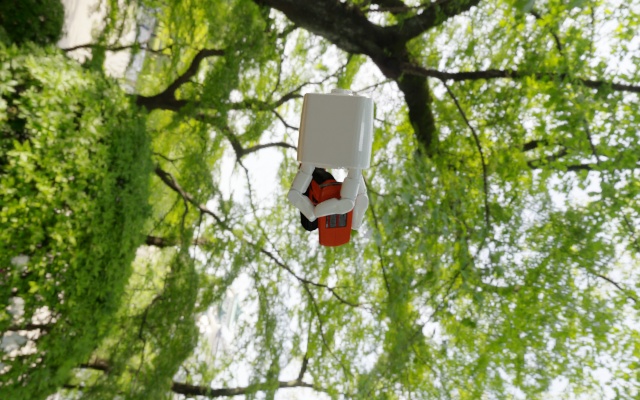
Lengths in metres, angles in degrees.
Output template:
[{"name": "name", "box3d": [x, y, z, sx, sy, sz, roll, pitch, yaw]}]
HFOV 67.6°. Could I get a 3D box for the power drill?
[{"name": "power drill", "box3d": [0.000, 0.003, 0.826, 0.057, 0.184, 0.187, -7, 27, -15]}]
